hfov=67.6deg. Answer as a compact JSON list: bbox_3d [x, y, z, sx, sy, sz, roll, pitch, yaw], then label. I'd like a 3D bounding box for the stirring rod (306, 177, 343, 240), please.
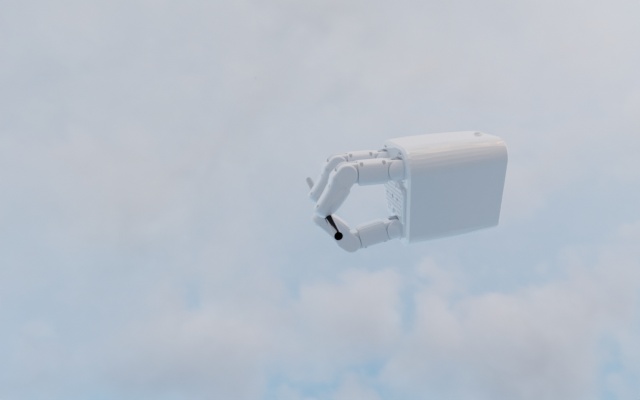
[{"bbox_3d":[0.000,0.002,0.534,0.011,0.011,0.239,0,14,-8],"label":"stirring rod"}]
